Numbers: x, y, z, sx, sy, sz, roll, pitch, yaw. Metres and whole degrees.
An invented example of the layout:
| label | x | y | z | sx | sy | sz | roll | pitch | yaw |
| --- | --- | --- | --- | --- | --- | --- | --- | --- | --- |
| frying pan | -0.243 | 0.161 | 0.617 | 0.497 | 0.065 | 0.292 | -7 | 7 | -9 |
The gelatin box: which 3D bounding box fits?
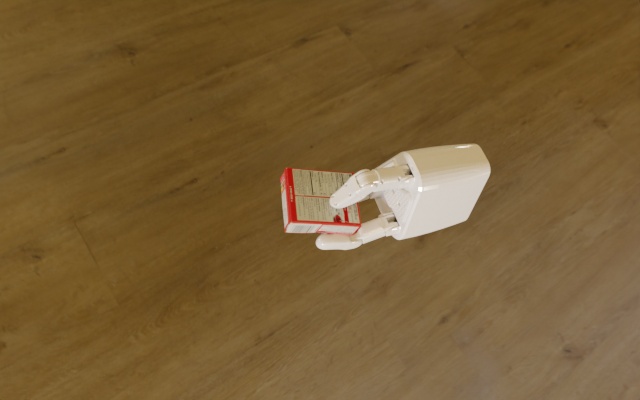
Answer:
| label | x | y | z | sx | sy | sz | roll | pitch | yaw |
| --- | --- | --- | --- | --- | --- | --- | --- | --- | --- |
| gelatin box | 0.000 | 0.002 | 0.562 | 0.089 | 0.073 | 0.030 | 4 | -30 | -19 |
